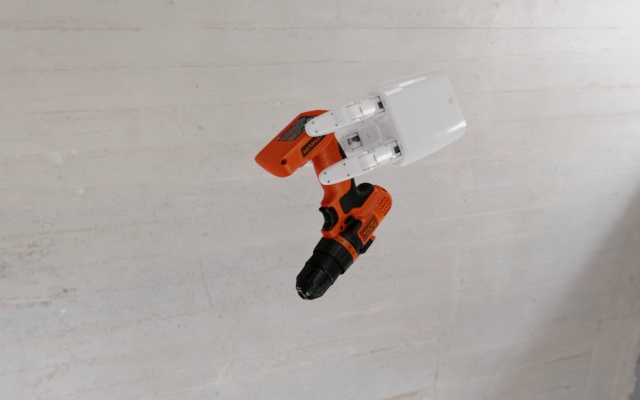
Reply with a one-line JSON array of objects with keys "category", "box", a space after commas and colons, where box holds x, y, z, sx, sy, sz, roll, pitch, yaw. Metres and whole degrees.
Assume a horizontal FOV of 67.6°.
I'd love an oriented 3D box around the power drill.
[{"category": "power drill", "box": [0.000, 0.001, 0.574, 0.057, 0.188, 0.184, 7, 47, 44]}]
